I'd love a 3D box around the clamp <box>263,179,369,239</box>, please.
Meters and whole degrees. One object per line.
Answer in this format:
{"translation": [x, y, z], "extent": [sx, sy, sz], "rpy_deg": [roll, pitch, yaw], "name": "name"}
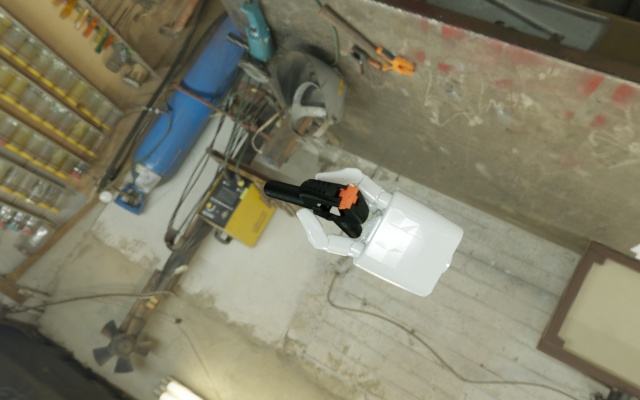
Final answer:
{"translation": [0.000, 0.003, 0.639], "extent": [0.164, 0.036, 0.210], "rpy_deg": [25, -11, -3], "name": "clamp"}
